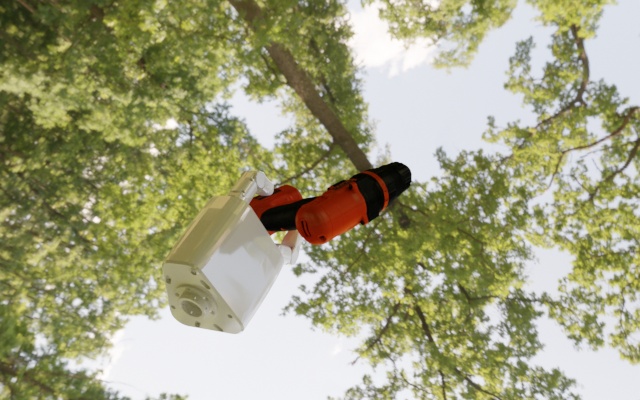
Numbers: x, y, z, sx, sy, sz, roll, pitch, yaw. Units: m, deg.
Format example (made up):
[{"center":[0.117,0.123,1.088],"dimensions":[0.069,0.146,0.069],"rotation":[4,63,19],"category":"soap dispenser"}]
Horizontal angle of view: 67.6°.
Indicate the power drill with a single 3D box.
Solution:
[{"center":[0.000,0.002,0.593],"dimensions":[0.187,0.057,0.184],"rotation":[-10,12,47],"category":"power drill"}]
